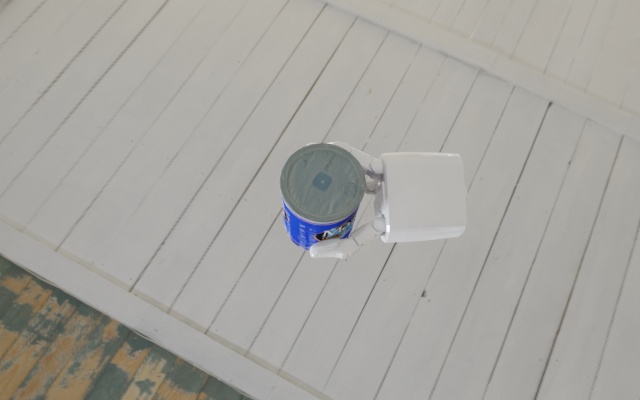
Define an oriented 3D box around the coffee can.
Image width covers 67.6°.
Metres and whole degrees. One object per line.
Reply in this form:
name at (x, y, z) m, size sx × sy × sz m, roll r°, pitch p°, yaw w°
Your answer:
coffee can at (0.000, 0.002, 0.629) m, size 0.103 × 0.102 × 0.140 m, roll 0°, pitch -21°, yaw -2°
